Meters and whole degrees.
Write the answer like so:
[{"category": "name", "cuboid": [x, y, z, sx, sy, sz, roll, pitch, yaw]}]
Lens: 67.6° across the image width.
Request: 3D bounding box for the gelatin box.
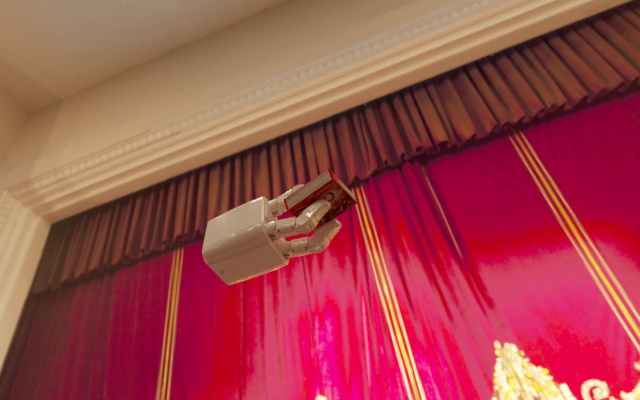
[{"category": "gelatin box", "cuboid": [0.000, 0.002, 0.737, 0.089, 0.030, 0.073, -35, -46, 13]}]
